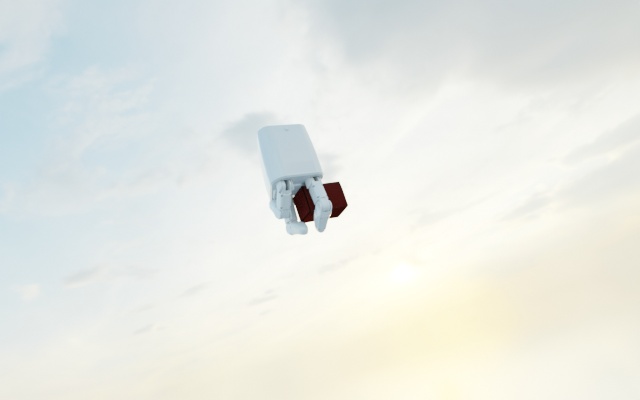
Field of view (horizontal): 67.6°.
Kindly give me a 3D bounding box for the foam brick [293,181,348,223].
[{"bbox_3d":[0.000,0.003,0.850,0.078,0.051,0.053,-8,-23,-28],"label":"foam brick"}]
